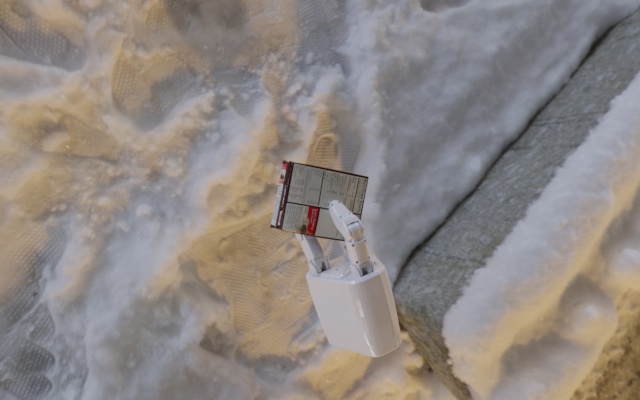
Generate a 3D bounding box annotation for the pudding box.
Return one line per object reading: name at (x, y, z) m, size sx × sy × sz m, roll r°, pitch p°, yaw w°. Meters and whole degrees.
pudding box at (0.000, 0.002, 0.613) m, size 0.113 × 0.090 × 0.039 m, roll 10°, pitch 0°, yaw -25°
